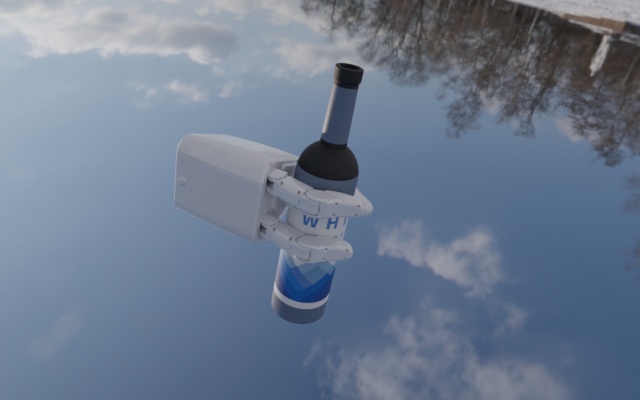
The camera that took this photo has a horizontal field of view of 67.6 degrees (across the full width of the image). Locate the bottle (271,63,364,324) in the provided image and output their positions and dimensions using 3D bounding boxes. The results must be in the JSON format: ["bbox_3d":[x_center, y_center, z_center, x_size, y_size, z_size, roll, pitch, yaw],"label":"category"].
[{"bbox_3d":[0.000,0.002,0.516,0.069,0.296,0.069,9,29,-5],"label":"bottle"}]
